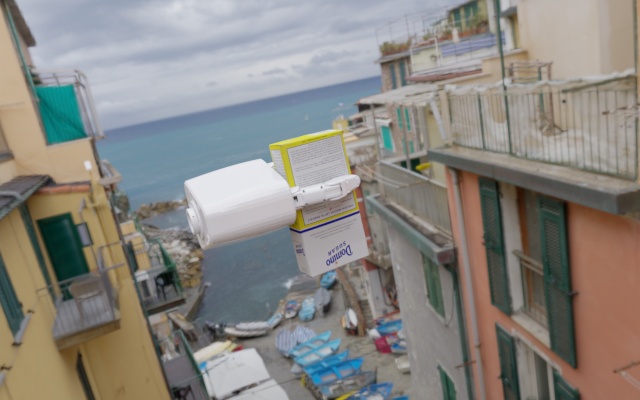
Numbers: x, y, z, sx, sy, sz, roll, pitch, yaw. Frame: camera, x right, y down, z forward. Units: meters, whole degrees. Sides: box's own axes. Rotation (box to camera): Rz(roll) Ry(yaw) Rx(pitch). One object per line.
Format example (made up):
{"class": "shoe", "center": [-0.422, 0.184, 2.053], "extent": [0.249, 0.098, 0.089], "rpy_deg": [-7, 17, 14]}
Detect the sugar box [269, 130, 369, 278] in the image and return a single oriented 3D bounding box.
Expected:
{"class": "sugar box", "center": [0.000, 0.002, 0.628], "extent": [0.093, 0.176, 0.048], "rpy_deg": [-17, 15, -24]}
